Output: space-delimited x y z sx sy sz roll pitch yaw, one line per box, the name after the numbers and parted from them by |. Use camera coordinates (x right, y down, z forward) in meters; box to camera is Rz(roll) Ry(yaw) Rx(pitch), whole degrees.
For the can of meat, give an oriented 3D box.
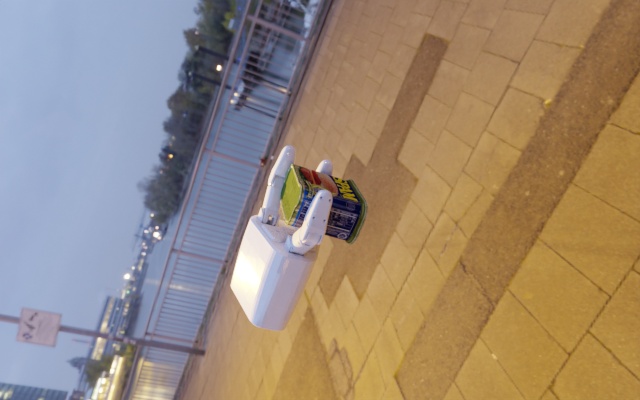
0.000 0.002 0.581 0.084 0.057 0.102 16 21 -18 | can of meat
